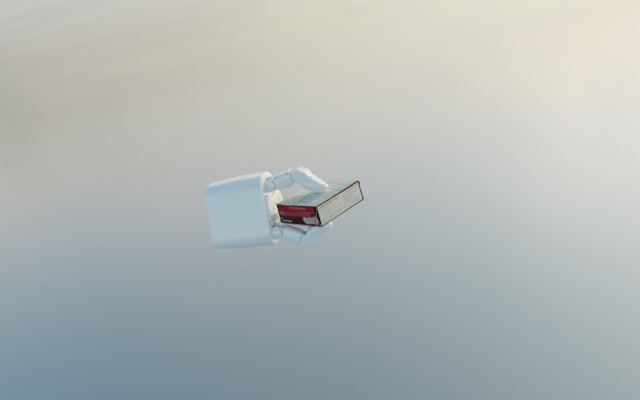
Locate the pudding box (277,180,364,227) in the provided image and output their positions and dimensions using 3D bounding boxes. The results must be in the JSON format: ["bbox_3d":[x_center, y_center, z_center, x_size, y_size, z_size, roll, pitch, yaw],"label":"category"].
[{"bbox_3d":[0.000,0.002,0.764,0.090,0.039,0.113,4,28,43],"label":"pudding box"}]
